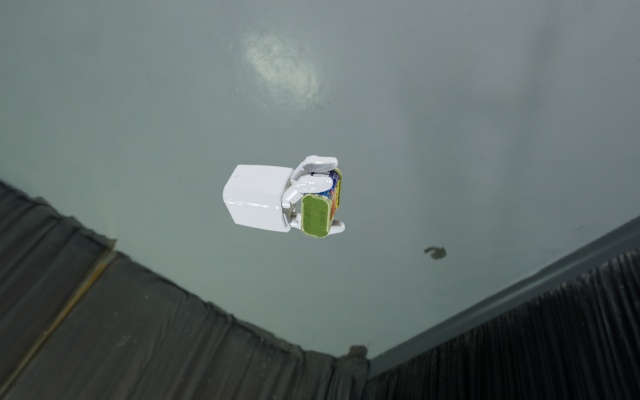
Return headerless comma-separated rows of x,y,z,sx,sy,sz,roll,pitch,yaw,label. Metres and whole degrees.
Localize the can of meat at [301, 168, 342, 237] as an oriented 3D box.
0.000,0.003,0.839,0.057,0.102,0.084,10,42,9,can of meat
